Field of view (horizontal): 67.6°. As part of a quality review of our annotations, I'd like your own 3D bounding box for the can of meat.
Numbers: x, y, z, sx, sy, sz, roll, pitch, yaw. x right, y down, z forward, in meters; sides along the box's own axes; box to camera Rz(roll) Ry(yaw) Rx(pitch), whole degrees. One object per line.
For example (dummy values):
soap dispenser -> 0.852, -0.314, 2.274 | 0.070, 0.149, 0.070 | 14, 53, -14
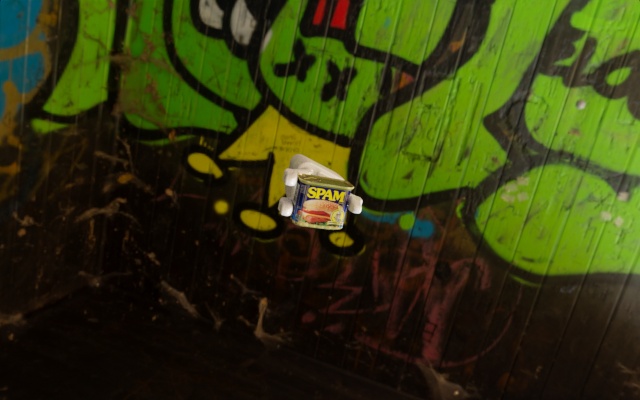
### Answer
can of meat -> 0.000, 0.003, 0.865 | 0.102, 0.084, 0.057 | 8, 15, -18
